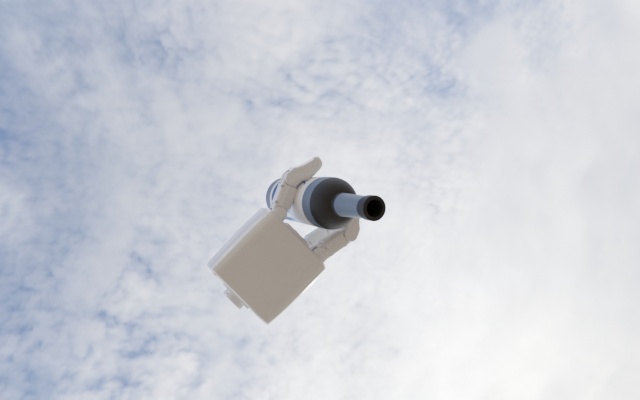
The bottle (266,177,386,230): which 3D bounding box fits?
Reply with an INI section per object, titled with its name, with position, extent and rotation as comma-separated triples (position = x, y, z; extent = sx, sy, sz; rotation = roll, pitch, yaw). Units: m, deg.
[bottle]
position = 0.000, 0.002, 0.631
extent = 0.069, 0.069, 0.295
rotation = 0, 2, -23
